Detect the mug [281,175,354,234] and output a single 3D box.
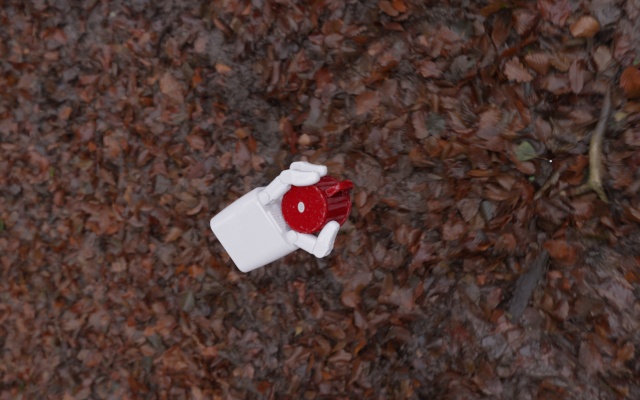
[{"bbox_3d":[0.001,0.002,0.749,0.117,0.093,0.081,-30,-9,26],"label":"mug"}]
